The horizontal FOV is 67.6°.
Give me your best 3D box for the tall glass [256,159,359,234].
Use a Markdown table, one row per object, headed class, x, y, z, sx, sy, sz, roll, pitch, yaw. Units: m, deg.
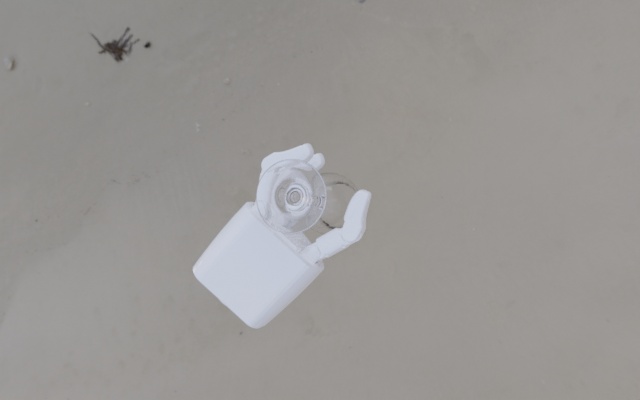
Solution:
| class | x | y | z | sx | sy | sz | roll | pitch | yaw |
| --- | --- | --- | --- | --- | --- | --- | --- | --- | --- |
| tall glass | 0.000 | 0.002 | 0.562 | 0.079 | 0.079 | 0.201 | 0 | -3 | 18 |
